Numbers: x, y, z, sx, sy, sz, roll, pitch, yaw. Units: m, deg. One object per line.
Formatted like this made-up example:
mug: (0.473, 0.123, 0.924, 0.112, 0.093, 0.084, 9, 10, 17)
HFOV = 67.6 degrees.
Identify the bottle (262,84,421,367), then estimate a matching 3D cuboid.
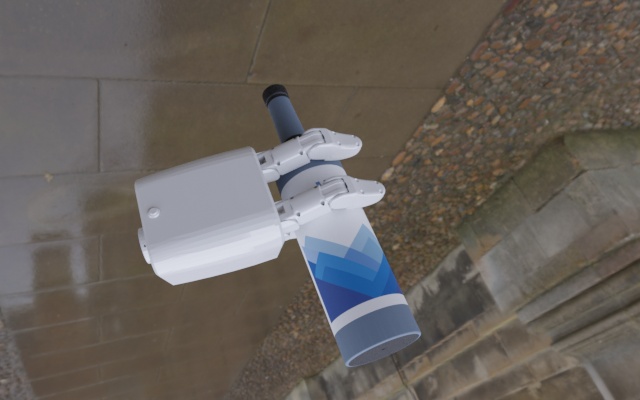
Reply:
bottle: (0.000, 0.002, 0.454, 0.069, 0.295, 0.069, -18, -29, -10)
